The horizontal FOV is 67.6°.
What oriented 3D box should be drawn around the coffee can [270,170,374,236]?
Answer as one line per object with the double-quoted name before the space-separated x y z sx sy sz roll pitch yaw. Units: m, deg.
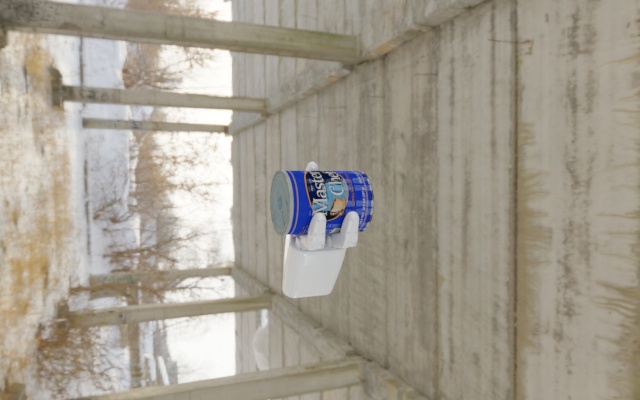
"coffee can" 0.000 0.002 0.767 0.140 0.103 0.103 -1 0 -22
